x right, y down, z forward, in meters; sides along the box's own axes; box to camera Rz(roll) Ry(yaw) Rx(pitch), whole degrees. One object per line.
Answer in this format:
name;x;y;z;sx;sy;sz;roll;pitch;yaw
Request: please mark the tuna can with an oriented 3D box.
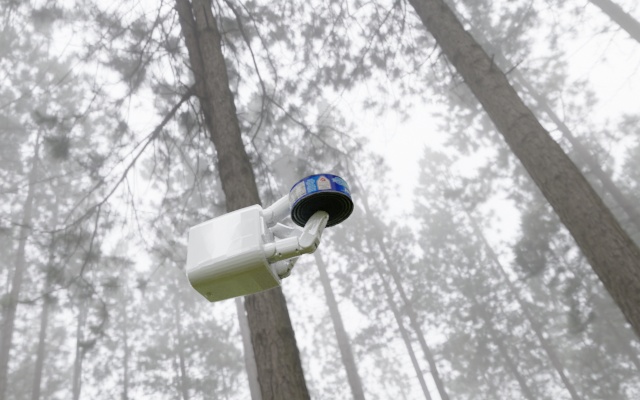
tuna can;0.000;0.002;0.645;0.086;0.033;0.086;-8;-36;-5
